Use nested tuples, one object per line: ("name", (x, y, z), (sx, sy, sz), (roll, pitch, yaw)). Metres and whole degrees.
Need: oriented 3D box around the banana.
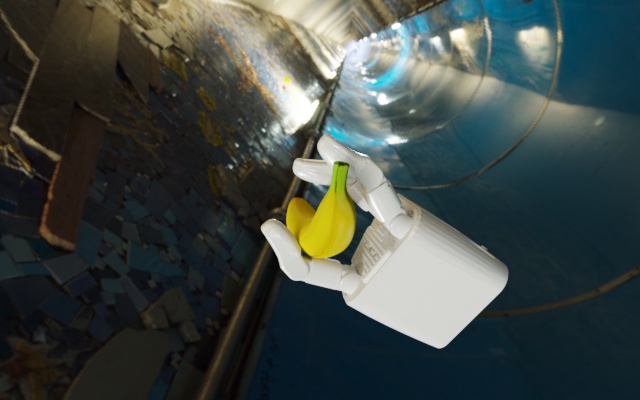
("banana", (-0.002, 0.019, 0.440), (0.037, 0.069, 0.198), (11, -11, -13))
